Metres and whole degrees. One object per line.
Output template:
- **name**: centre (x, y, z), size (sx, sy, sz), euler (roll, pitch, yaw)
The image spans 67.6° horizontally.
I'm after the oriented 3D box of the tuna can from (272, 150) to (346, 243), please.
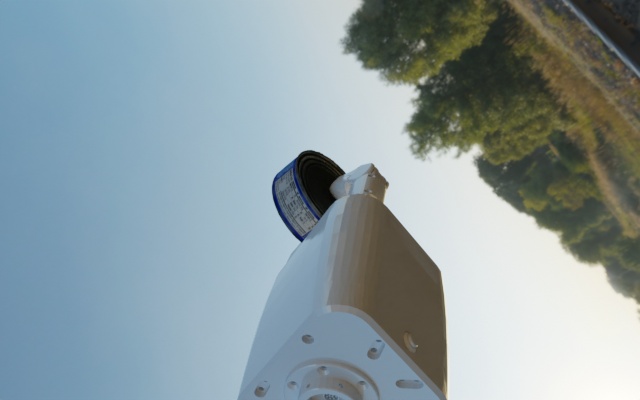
- **tuna can**: centre (0.000, 0.002, 0.406), size (0.034, 0.086, 0.086), euler (-37, -19, 28)
